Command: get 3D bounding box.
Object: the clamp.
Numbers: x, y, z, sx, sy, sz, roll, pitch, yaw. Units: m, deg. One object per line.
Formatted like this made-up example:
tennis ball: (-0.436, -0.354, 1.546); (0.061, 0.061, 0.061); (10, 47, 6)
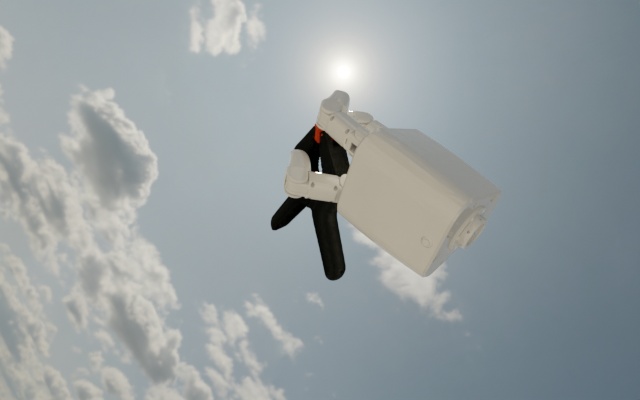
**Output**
clamp: (0.000, 0.001, 0.514); (0.120, 0.172, 0.039); (40, 44, 26)
